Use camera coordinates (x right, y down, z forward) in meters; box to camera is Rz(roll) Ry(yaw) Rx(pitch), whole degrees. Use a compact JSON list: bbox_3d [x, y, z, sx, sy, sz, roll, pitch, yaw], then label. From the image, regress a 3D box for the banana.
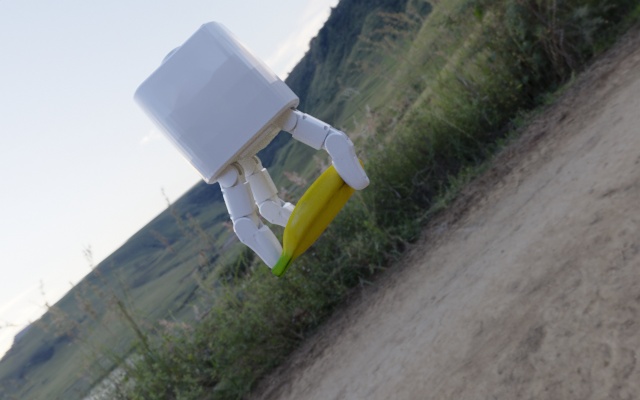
[{"bbox_3d":[0.008,-0.007,0.484,0.070,0.037,0.197,-47,2,42],"label":"banana"}]
